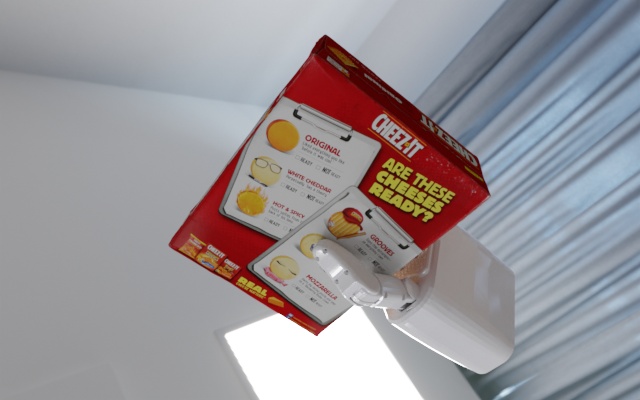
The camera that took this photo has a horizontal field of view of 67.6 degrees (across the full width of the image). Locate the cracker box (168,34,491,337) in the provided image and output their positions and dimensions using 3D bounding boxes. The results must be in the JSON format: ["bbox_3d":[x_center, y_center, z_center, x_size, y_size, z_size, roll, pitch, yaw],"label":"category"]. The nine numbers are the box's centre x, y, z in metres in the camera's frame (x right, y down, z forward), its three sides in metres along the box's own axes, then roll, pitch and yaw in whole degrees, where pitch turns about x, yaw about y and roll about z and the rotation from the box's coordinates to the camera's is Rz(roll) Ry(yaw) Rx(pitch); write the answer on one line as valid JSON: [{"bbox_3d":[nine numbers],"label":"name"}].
[{"bbox_3d":[0.000,0.002,0.401,0.164,0.214,0.072,35,30,-14],"label":"cracker box"}]
